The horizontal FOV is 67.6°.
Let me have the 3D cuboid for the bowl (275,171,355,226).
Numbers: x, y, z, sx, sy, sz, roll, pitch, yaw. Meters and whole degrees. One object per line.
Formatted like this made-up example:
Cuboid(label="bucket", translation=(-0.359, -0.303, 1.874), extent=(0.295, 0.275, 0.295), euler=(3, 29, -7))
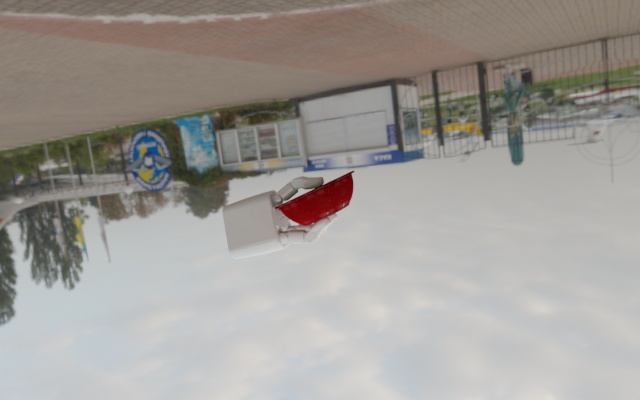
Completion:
Cuboid(label="bowl", translation=(0.001, 0.003, 0.876), extent=(0.162, 0.055, 0.162), euler=(-26, 2, 1))
